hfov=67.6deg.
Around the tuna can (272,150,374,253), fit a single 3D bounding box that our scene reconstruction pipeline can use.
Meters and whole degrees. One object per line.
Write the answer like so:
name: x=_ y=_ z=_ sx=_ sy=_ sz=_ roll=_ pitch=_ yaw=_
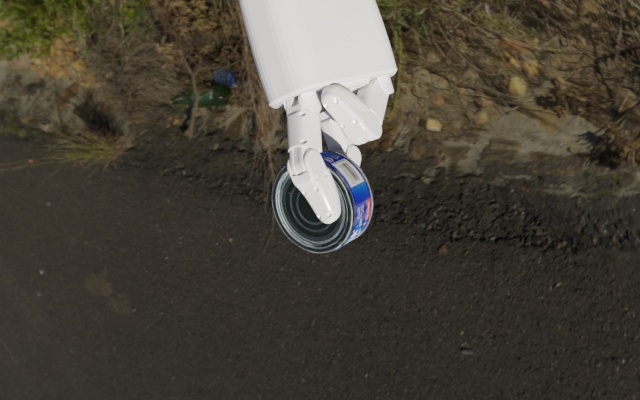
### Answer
tuna can: x=0.000 y=0.002 z=0.411 sx=0.086 sy=0.086 sz=0.033 roll=0 pitch=16 yaw=35
